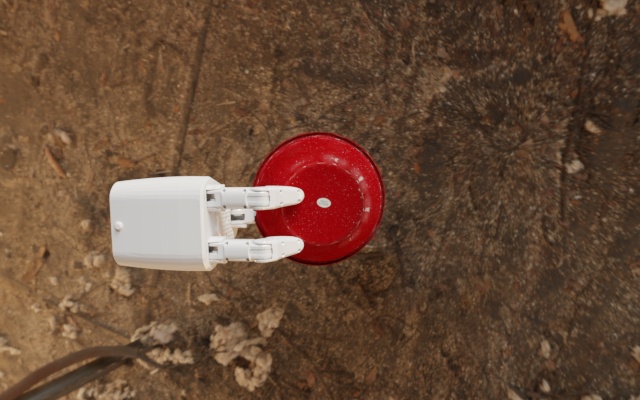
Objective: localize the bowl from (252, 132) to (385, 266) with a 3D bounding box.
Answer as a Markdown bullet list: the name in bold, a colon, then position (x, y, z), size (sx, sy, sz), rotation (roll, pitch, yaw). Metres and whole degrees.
- **bowl**: position (0.001, 0.001, 0.547), size (0.162, 0.162, 0.055), rotation (0, 6, -5)
